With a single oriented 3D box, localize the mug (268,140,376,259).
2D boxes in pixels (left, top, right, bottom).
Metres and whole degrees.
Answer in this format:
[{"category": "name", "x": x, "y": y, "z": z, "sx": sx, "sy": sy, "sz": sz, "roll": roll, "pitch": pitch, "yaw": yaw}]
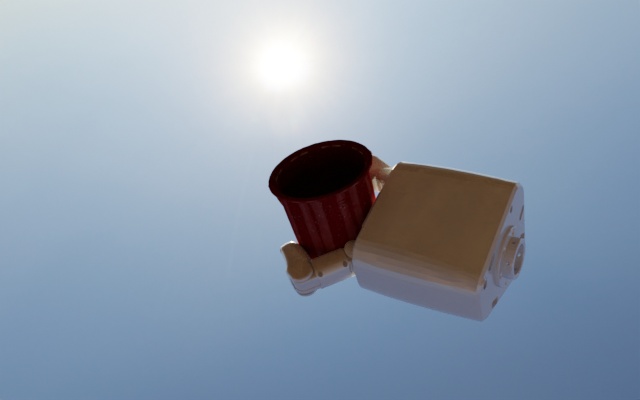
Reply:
[{"category": "mug", "x": -0.001, "y": 0.001, "z": 0.441, "sx": 0.117, "sy": 0.082, "sz": 0.093, "roll": 13, "pitch": 45, "yaw": 37}]
